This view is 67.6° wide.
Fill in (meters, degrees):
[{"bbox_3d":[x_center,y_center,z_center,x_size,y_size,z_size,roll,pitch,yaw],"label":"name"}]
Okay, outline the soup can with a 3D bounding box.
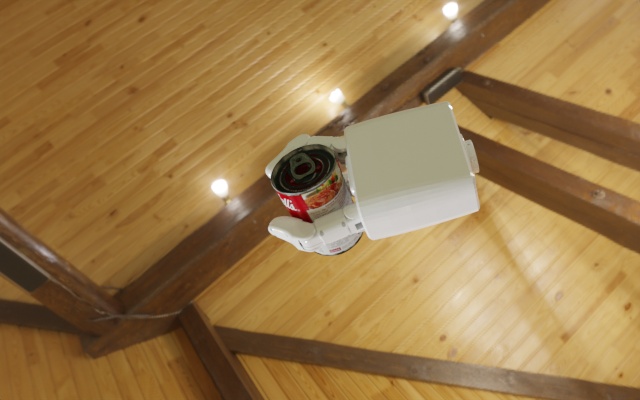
[{"bbox_3d":[0.000,0.002,0.493,0.068,0.068,0.102,0,-41,27],"label":"soup can"}]
